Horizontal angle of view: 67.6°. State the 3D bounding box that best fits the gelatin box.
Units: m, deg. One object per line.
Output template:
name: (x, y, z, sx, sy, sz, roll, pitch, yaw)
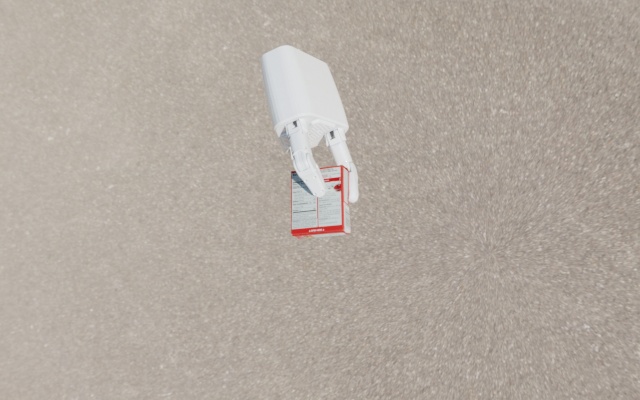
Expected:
gelatin box: (0.000, 0.002, 0.619, 0.073, 0.089, 0.030, -6, -16, 21)
